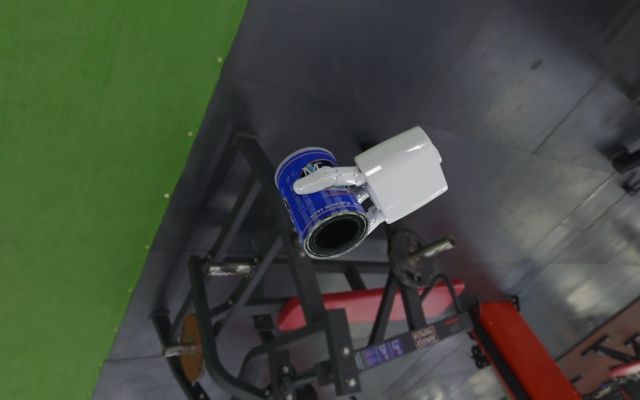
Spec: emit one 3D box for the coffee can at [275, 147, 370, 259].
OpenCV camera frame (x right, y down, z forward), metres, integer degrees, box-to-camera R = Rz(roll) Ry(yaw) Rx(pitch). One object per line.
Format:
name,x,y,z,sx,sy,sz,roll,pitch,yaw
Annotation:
coffee can,0.000,0.002,0.720,0.103,0.103,0.140,0,44,-29
